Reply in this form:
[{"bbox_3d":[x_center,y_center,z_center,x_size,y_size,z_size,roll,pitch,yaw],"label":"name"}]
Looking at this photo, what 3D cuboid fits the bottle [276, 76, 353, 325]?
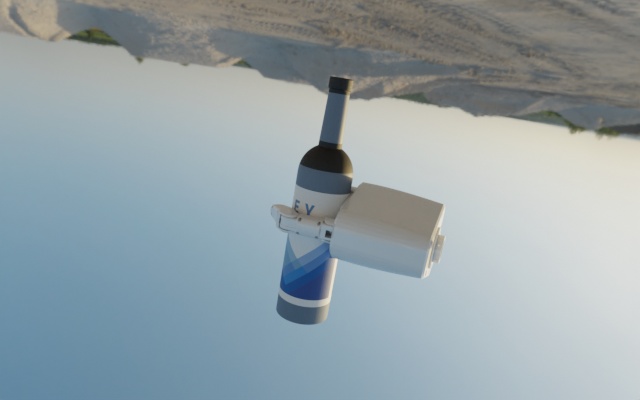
[{"bbox_3d":[0.000,0.002,0.577,0.069,0.296,0.069,9,13,-2],"label":"bottle"}]
